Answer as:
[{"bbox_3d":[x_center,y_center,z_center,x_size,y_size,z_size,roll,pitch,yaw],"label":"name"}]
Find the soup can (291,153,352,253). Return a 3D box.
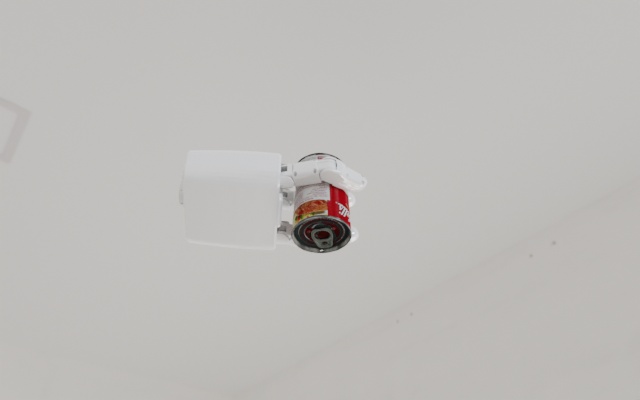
[{"bbox_3d":[0.001,0.002,0.567,0.068,0.102,0.069,-1,-41,-1],"label":"soup can"}]
